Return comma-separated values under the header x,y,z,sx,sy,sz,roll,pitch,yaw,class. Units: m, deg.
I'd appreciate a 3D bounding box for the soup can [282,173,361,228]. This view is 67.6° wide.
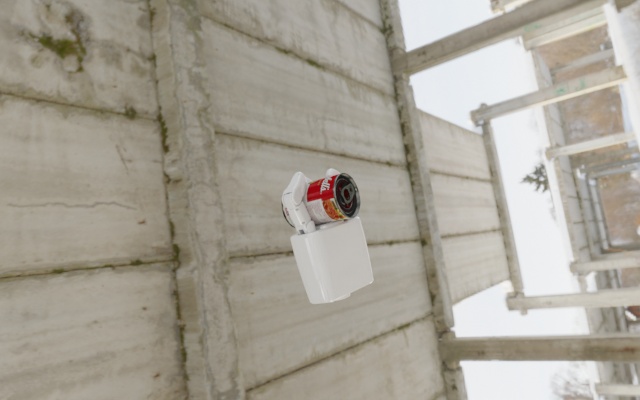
x,y,z,sx,sy,sz,roll,pitch,yaw,class
0.000,0.002,0.725,0.102,0.068,0.068,-14,-8,34,soup can
